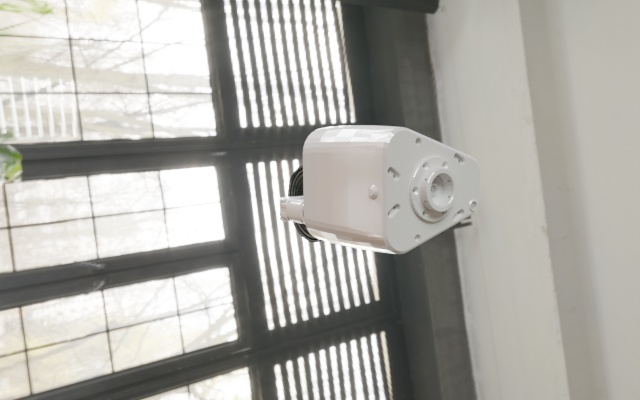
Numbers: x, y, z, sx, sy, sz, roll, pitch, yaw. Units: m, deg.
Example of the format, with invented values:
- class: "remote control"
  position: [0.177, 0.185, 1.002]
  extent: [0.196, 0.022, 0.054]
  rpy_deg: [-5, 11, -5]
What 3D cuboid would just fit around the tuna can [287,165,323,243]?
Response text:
- class: "tuna can"
  position: [0.001, 0.002, 0.528]
  extent: [0.034, 0.086, 0.086]
  rpy_deg: [-9, 5, -35]
